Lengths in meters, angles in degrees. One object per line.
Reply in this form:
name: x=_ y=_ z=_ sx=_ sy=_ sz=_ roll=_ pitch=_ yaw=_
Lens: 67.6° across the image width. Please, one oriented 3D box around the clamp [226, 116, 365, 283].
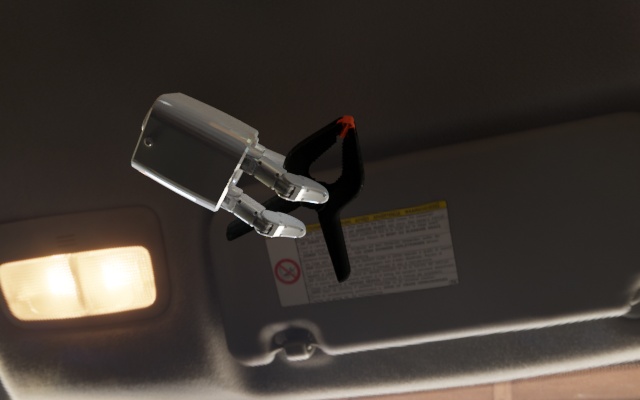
clamp: x=0.000 y=0.001 z=0.564 sx=0.164 sy=0.210 sz=0.036 roll=27 pitch=27 yaw=-10
